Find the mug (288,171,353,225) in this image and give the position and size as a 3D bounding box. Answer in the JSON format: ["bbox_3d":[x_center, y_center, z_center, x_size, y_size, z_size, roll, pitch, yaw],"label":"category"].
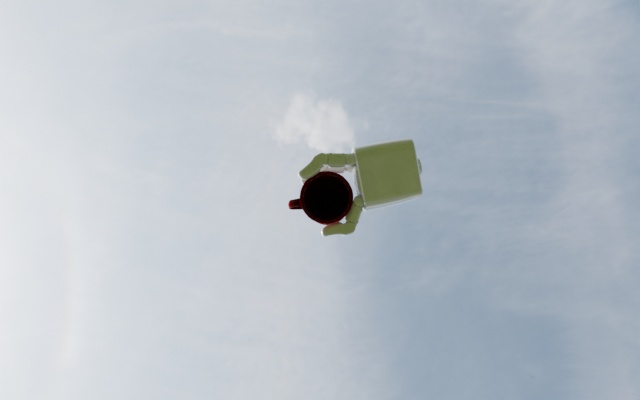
[{"bbox_3d":[-0.001,0.003,0.864,0.117,0.093,0.081,-10,-10,1],"label":"mug"}]
